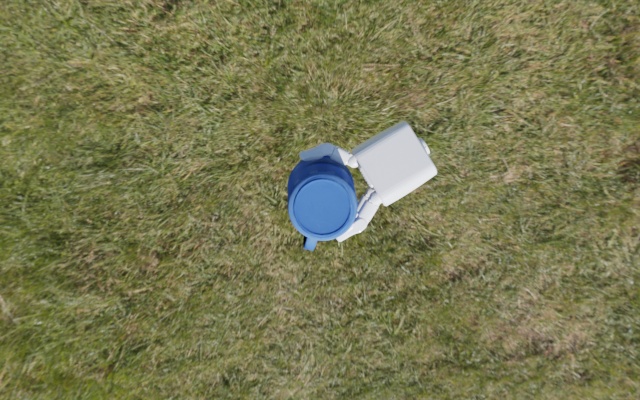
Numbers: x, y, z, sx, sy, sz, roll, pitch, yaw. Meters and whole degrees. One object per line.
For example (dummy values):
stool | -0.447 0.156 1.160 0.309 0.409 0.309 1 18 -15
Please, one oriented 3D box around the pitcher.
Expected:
pitcher | 0.000 0.003 0.842 0.145 0.149 0.243 -29 8 4
